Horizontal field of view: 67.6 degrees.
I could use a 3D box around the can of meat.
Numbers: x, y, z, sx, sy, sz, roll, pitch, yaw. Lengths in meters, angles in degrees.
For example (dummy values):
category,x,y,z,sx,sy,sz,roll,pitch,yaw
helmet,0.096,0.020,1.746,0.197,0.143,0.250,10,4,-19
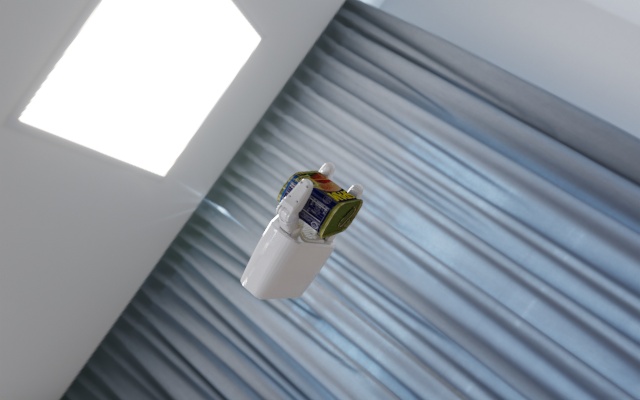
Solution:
category,x,y,z,sx,sy,sz,roll,pitch,yaw
can of meat,0.000,0.002,0.670,0.084,0.057,0.102,36,18,18
